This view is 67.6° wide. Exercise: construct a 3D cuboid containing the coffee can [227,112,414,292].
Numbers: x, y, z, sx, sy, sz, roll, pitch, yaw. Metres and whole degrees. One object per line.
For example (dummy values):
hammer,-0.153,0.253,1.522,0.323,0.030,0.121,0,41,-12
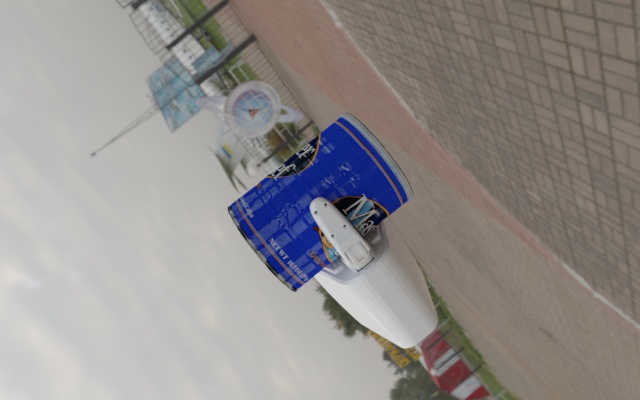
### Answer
coffee can,0.000,0.001,0.447,0.140,0.103,0.103,-39,1,-1
